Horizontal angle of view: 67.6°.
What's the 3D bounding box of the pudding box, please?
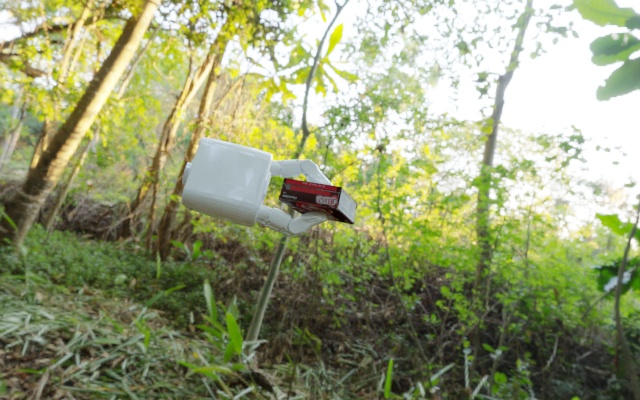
[{"bbox_3d":[0.000,0.002,0.711,0.090,0.039,0.113,11,-8,19],"label":"pudding box"}]
